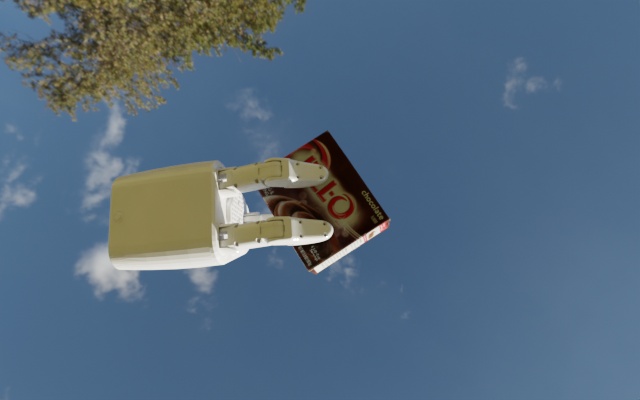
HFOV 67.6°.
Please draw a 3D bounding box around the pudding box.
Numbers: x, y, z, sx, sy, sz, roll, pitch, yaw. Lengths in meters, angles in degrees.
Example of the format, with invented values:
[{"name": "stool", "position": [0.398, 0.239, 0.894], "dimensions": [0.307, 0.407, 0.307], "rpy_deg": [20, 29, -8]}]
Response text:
[{"name": "pudding box", "position": [0.000, 0.002, 0.465], "dimensions": [0.090, 0.113, 0.039], "rpy_deg": [-33, -16, -2]}]
